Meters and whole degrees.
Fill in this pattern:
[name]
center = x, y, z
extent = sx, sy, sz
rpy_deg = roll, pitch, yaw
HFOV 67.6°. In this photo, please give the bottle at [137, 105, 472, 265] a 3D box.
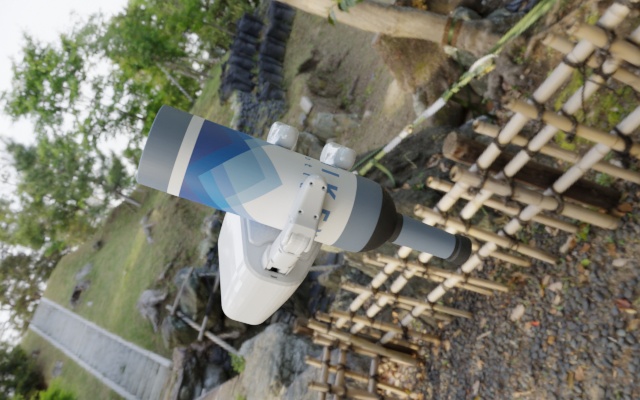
[bottle]
center = 0.000, 0.001, 0.415
extent = 0.296, 0.069, 0.069
rpy_deg = 19, -5, -14
